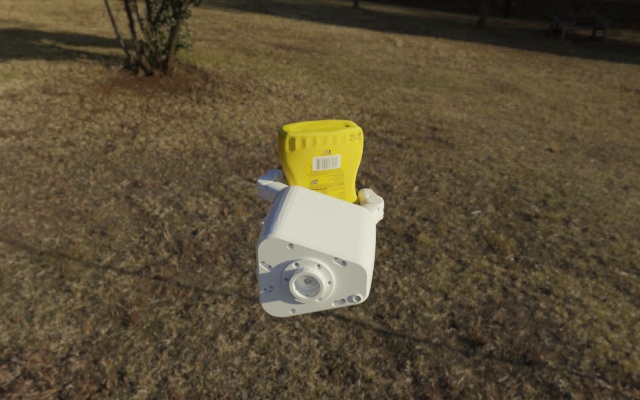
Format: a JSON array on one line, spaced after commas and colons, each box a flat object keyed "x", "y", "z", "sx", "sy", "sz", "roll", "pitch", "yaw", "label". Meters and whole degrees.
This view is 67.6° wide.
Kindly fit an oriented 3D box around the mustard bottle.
[{"x": 0.000, "y": 0.002, "z": 0.582, "sx": 0.096, "sy": 0.192, "sz": 0.058, "roll": -8, "pitch": 26, "yaw": -16, "label": "mustard bottle"}]
